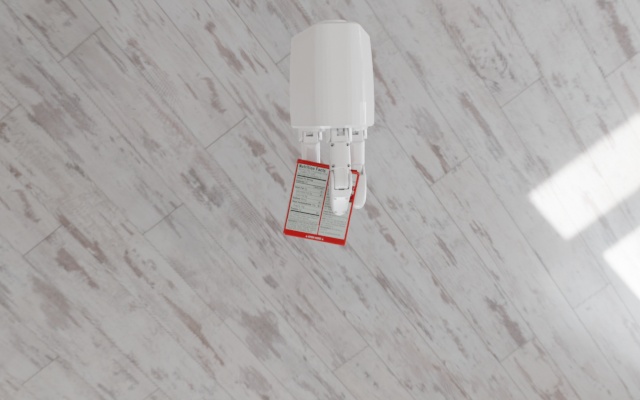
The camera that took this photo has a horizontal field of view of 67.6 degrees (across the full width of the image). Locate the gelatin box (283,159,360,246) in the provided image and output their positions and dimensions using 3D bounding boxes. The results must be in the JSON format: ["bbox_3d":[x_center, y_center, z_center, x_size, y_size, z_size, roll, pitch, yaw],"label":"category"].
[{"bbox_3d":[0.000,0.002,0.551,0.073,0.089,0.030,11,5,-6],"label":"gelatin box"}]
